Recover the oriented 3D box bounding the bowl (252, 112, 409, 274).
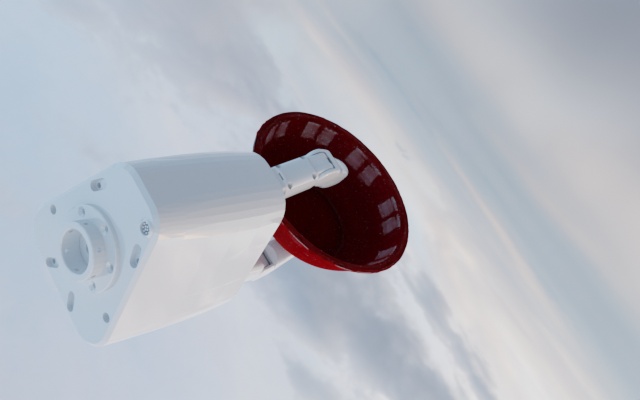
[{"bbox_3d":[0.001,0.002,0.421,0.162,0.162,0.055,0,-32,-42],"label":"bowl"}]
